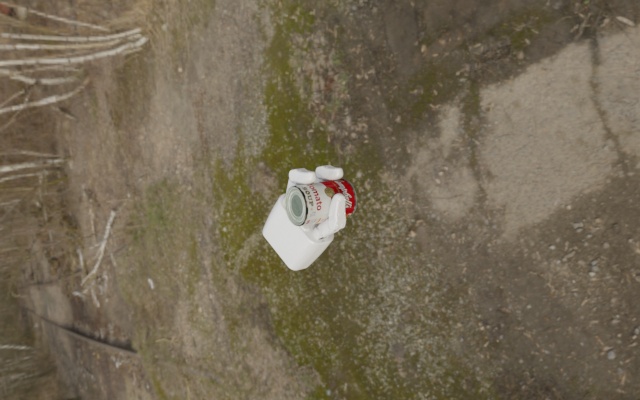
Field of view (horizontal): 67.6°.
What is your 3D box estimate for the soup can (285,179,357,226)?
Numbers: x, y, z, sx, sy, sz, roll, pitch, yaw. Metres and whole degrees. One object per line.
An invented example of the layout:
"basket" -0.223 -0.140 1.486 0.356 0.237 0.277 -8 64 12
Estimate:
"soup can" 0.000 0.002 0.795 0.102 0.068 0.068 -9 5 -34
